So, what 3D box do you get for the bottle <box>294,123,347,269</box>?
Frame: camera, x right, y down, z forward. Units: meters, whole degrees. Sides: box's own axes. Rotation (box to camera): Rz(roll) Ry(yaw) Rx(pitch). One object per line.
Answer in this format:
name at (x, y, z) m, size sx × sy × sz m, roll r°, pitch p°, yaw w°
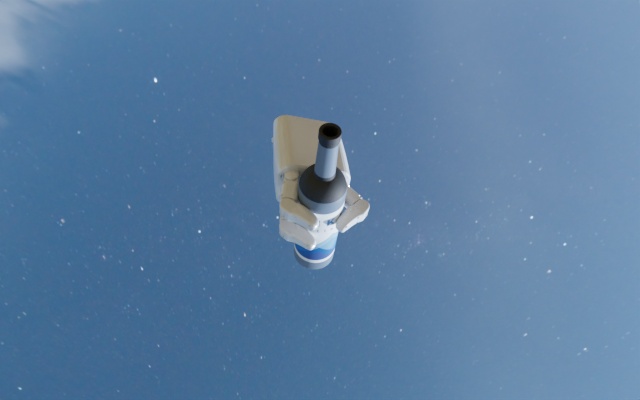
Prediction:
bottle at (0.000, 0.002, 0.677) m, size 0.069 × 0.069 × 0.296 m, roll 0°, pitch -35°, yaw -5°
